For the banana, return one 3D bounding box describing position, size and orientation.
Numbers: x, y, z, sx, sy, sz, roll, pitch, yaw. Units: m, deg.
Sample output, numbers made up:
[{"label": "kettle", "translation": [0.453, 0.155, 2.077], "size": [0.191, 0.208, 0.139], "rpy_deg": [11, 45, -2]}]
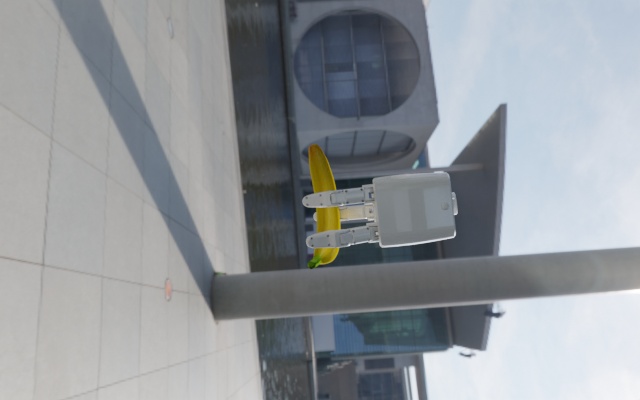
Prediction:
[{"label": "banana", "translation": [0.006, 0.012, 0.721], "size": [0.037, 0.197, 0.070], "rpy_deg": [-9, -24, 16]}]
